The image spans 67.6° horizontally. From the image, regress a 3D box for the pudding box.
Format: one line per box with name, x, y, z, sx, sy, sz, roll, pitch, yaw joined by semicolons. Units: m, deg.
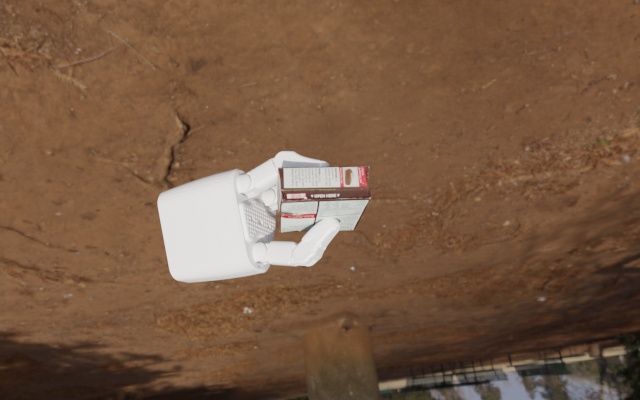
pudding box;0.000;0.002;0.503;0.090;0.039;0.113;-2;-18;-6
